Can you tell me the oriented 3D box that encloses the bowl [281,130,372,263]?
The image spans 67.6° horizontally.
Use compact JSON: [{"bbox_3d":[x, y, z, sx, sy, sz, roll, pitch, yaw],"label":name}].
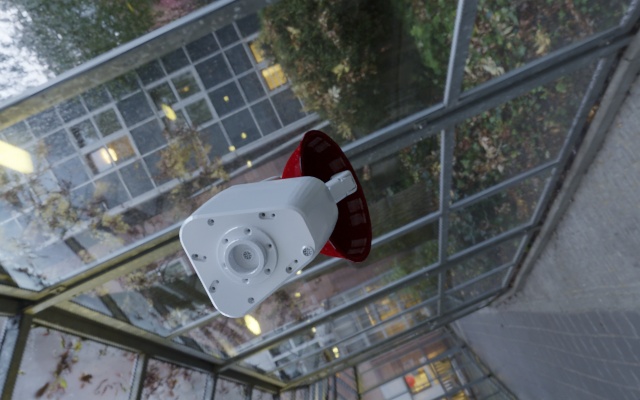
[{"bbox_3d":[0.000,0.002,0.560,0.055,0.162,0.162,-21,-9,25],"label":"bowl"}]
